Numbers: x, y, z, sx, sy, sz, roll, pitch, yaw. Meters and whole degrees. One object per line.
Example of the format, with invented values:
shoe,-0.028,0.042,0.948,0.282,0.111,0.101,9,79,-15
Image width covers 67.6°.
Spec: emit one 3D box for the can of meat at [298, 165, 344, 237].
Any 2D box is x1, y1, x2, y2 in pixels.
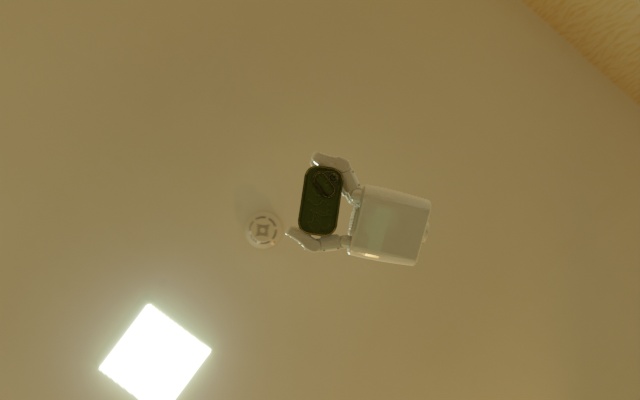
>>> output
can of meat,0.000,0.002,0.731,0.057,0.102,0.084,8,-3,0
